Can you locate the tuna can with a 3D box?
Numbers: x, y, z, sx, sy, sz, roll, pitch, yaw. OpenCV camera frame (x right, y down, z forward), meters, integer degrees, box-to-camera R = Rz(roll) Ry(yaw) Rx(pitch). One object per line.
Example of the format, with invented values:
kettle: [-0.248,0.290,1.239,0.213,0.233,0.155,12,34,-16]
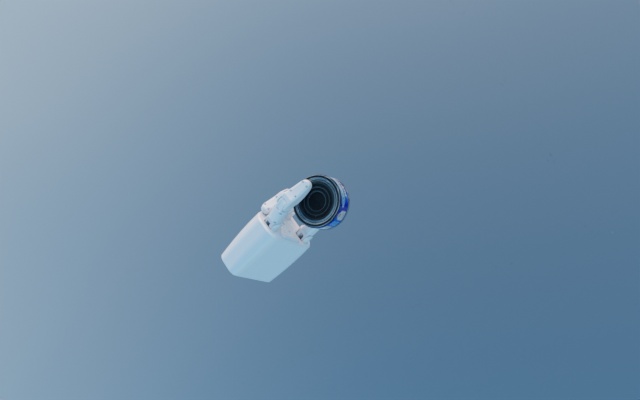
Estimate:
tuna can: [0.000,0.002,0.748,0.086,0.086,0.034,0,-7,27]
